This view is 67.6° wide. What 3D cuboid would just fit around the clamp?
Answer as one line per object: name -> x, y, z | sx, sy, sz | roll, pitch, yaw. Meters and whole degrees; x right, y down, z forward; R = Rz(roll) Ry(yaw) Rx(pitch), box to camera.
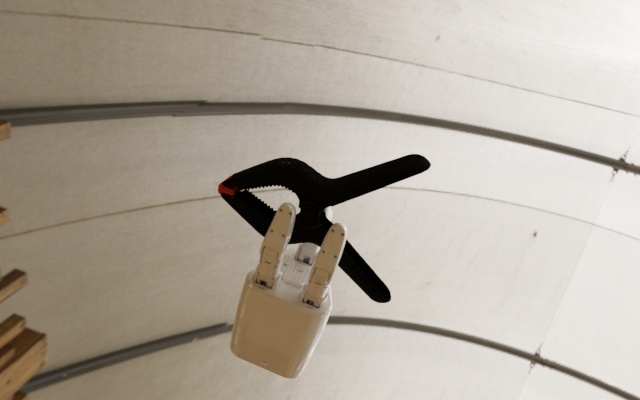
clamp -> 0.000, 0.001, 0.488 | 0.210, 0.165, 0.036 | 22, 23, 6
